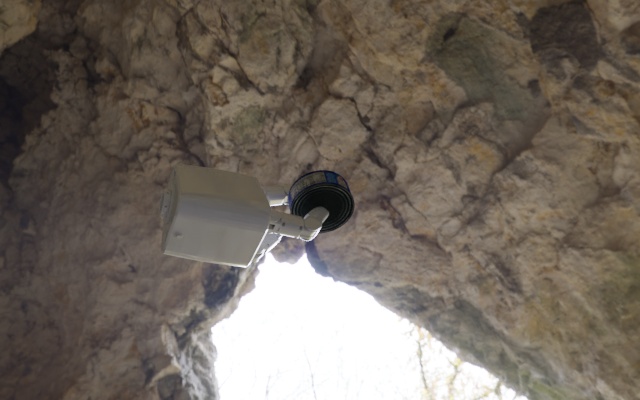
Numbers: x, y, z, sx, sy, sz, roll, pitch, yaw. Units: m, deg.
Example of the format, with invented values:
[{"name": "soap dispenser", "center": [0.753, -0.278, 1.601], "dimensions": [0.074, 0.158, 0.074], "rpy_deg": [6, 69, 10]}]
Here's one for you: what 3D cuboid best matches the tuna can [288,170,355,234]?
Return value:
[{"name": "tuna can", "center": [0.000, 0.002, 0.636], "dimensions": [0.086, 0.086, 0.033], "rpy_deg": [0, 40, -13]}]
